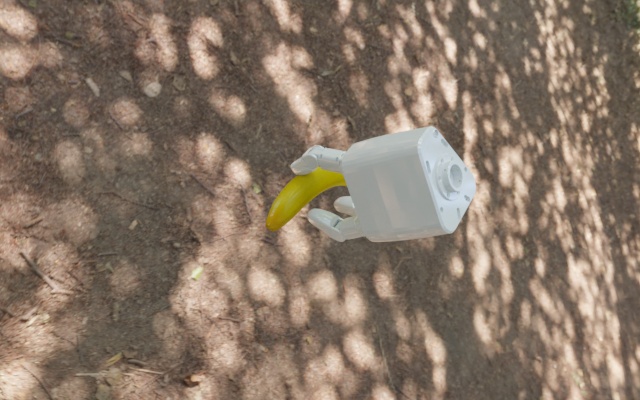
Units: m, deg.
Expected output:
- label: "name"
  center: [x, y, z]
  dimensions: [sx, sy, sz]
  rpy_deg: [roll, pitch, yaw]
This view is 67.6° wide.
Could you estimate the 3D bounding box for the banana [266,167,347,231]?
- label: "banana"
  center: [0.000, -0.017, 0.643]
  dimensions: [0.037, 0.069, 0.198]
  rpy_deg: [4, 16, 41]
